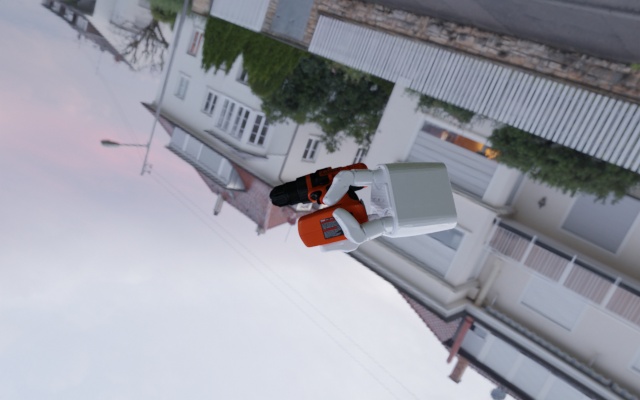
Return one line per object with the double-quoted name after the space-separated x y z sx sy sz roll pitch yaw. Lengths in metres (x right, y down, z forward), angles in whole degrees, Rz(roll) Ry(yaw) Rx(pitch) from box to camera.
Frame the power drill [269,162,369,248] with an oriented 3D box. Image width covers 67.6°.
0.000 0.003 0.787 0.184 0.057 0.187 -16 27 5 "power drill"
